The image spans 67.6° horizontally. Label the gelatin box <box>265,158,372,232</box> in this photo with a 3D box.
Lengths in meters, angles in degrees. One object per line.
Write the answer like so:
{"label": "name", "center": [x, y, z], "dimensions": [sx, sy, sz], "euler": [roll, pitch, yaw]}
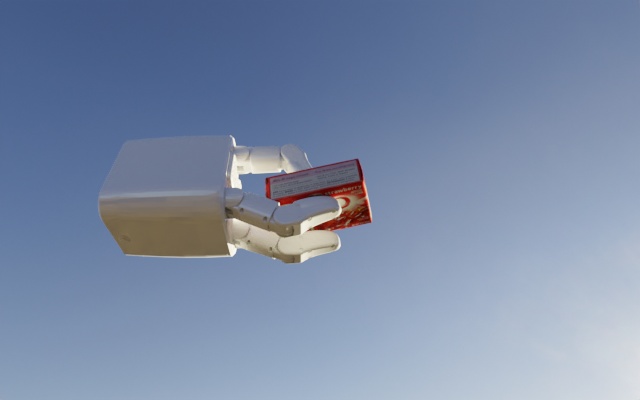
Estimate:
{"label": "gelatin box", "center": [0.000, 0.001, 0.449], "dimensions": [0.089, 0.030, 0.073], "euler": [-12, -34, 5]}
